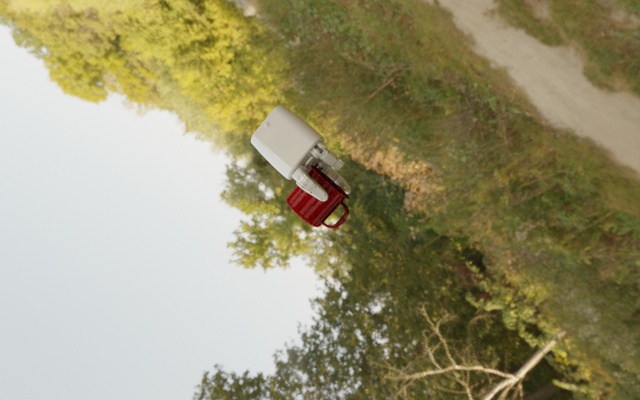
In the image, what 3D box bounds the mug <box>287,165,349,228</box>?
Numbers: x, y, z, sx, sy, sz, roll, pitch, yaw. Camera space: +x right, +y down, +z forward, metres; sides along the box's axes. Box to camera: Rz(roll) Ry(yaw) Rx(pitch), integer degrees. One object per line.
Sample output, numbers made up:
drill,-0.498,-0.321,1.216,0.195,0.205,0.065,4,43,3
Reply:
mug,0.001,0.004,0.876,0.117,0.081,0.093,44,8,17
